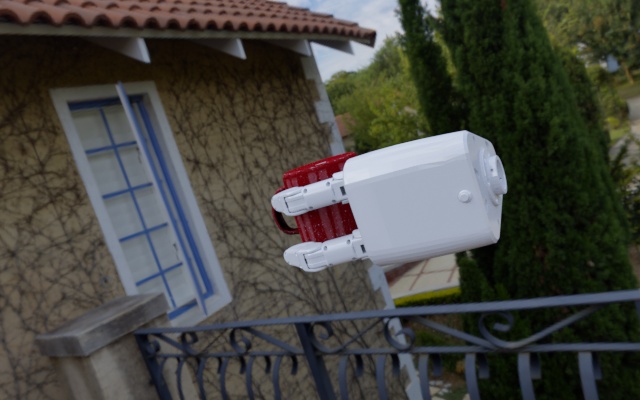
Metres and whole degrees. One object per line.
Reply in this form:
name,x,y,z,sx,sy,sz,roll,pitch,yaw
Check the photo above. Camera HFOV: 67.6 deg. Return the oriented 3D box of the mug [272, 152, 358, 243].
mug,-0.001,0.002,0.501,0.117,0.081,0.093,-14,8,29
